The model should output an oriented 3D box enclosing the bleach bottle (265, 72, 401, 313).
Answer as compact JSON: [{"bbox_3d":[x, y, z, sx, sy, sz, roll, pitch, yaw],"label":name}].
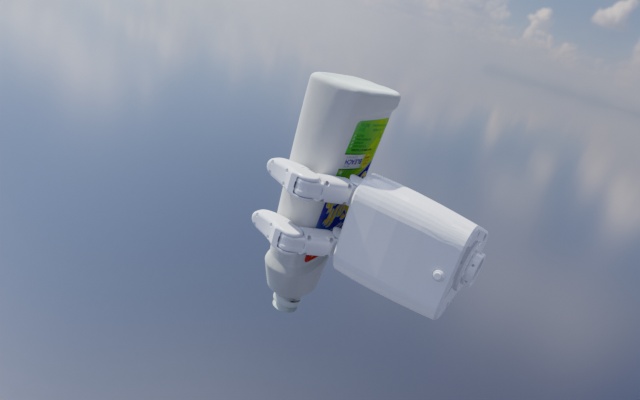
[{"bbox_3d":[0.000,0.002,0.490,0.068,0.251,0.102,28,23,26],"label":"bleach bottle"}]
